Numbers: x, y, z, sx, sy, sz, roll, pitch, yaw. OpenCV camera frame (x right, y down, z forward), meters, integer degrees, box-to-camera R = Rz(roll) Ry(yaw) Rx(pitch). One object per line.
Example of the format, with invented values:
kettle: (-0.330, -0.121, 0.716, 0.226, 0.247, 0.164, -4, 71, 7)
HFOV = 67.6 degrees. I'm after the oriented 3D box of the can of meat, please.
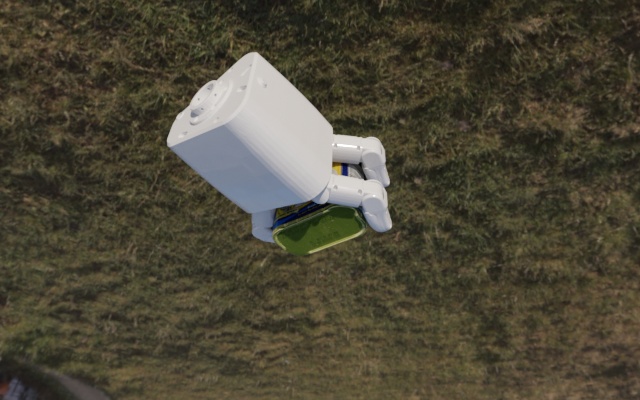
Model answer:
can of meat: (0.000, 0.002, 0.496, 0.102, 0.083, 0.057, -24, -49, 26)
